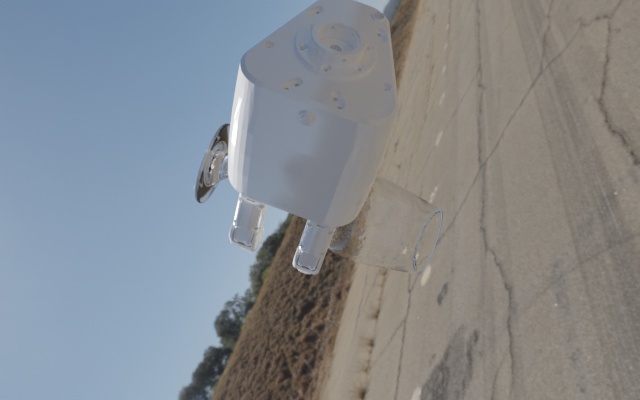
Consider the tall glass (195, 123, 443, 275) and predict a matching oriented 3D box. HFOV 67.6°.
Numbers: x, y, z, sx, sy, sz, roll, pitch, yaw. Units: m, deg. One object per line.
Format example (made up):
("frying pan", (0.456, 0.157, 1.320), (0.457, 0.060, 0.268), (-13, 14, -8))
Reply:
("tall glass", (-0.001, 0.001, 0.416), (0.201, 0.079, 0.079), (20, 0, 1))
